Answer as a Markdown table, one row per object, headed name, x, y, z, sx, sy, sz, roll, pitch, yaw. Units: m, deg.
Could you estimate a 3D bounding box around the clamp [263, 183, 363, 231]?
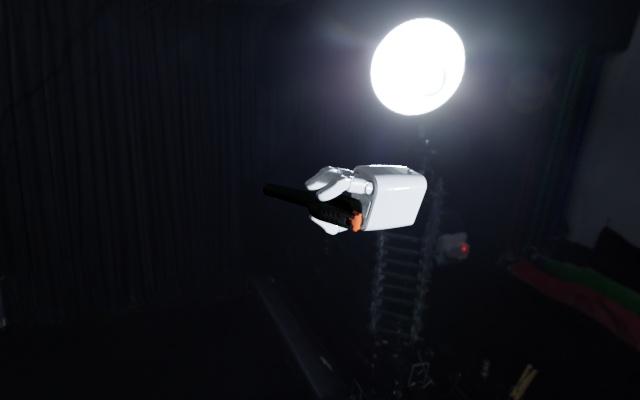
| name | x | y | z | sx | sy | sz | roll | pitch | yaw |
| --- | --- | --- | --- | --- | --- | --- | --- | --- | --- |
| clamp | 0.000 | 0.004 | 0.834 | 0.164 | 0.036 | 0.210 | -4 | 21 | -22 |
